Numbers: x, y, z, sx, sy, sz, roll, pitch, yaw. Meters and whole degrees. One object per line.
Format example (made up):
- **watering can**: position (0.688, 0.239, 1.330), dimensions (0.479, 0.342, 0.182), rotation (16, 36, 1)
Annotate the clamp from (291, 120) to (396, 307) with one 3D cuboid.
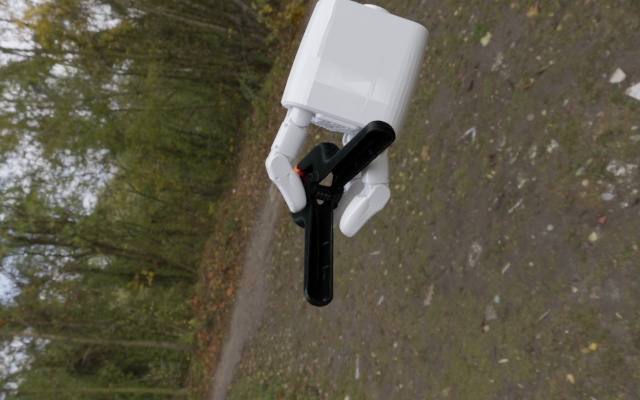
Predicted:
- **clamp**: position (-0.001, 0.001, 0.477), dimensions (0.036, 0.164, 0.210), rotation (19, 2, -18)
